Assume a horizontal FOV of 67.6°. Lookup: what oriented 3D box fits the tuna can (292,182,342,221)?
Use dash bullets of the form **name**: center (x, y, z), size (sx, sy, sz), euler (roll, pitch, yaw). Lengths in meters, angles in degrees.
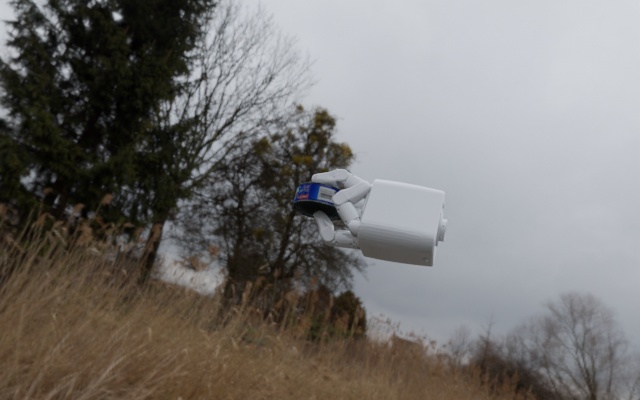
- **tuna can**: center (0.000, 0.002, 0.766), size (0.086, 0.033, 0.086), euler (11, -19, 4)
